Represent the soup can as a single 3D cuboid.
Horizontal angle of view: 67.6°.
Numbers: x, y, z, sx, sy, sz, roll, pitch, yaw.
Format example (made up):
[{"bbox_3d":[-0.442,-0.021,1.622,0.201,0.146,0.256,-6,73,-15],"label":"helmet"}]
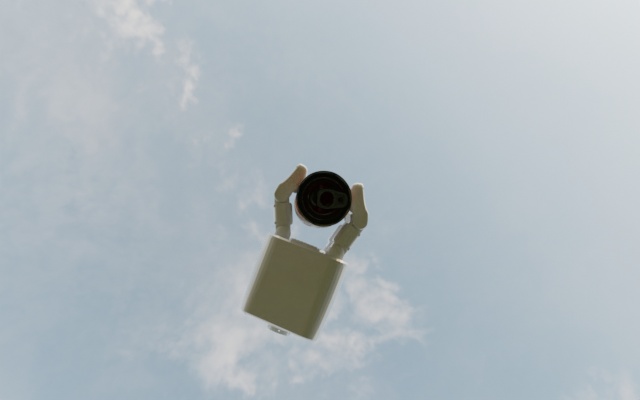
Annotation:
[{"bbox_3d":[0.000,0.002,0.622,0.068,0.068,0.102,0,-5,-5],"label":"soup can"}]
